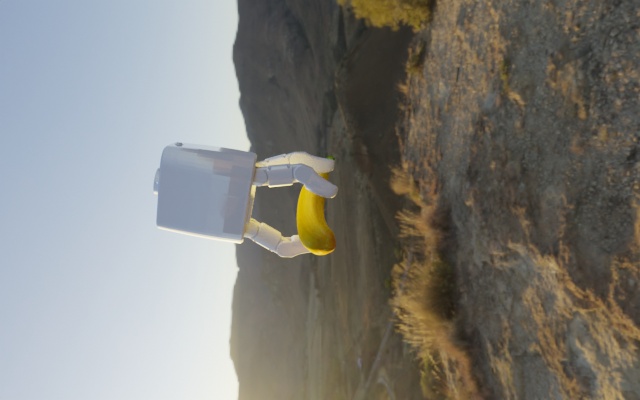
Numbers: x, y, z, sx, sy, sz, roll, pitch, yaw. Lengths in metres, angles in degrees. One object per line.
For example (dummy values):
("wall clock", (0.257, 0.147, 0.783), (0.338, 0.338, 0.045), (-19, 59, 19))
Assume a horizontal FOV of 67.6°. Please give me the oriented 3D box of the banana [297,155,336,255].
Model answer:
("banana", (-0.006, 0.014, 0.603), (0.037, 0.070, 0.197), (17, 33, -12))
